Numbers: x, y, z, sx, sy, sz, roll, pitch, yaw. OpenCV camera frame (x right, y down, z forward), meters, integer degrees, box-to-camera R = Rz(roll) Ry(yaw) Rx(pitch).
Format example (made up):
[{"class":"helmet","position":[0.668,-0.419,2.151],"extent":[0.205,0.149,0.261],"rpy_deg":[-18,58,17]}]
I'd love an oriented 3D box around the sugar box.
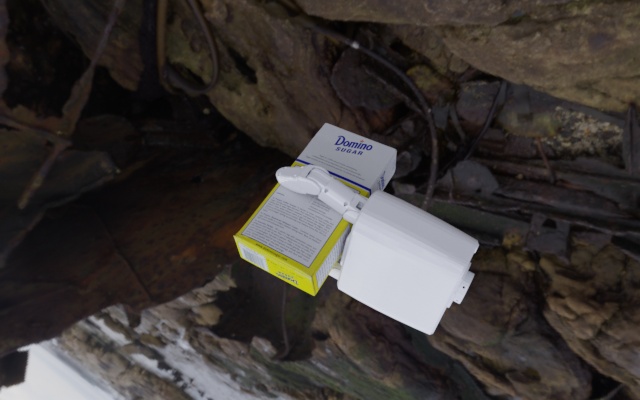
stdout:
[{"class":"sugar box","position":[0.000,0.002,0.498],"extent":[0.093,0.176,0.048],"rpy_deg":[25,-33,21]}]
